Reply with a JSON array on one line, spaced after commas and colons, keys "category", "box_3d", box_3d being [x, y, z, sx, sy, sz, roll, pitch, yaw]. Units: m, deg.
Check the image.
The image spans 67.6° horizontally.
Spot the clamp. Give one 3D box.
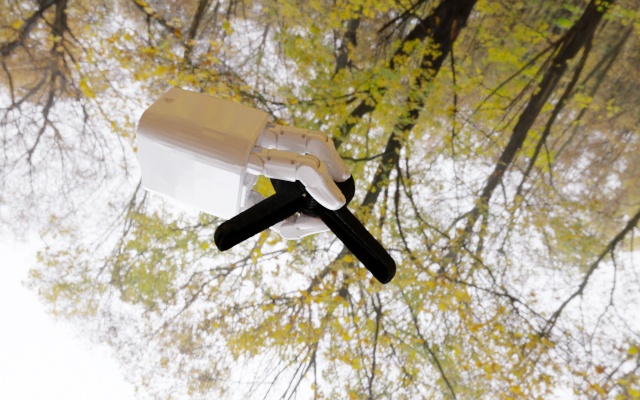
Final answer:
[{"category": "clamp", "box_3d": [0.000, 0.002, 0.495, 0.164, 0.036, 0.209, 17, 34, -1]}]
